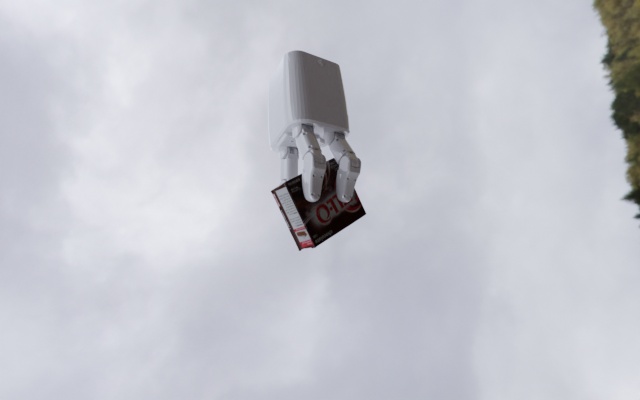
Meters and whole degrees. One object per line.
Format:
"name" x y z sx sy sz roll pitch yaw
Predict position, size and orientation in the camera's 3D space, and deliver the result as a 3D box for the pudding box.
"pudding box" 0.000 0.002 0.628 0.113 0.090 0.039 -29 6 -40
